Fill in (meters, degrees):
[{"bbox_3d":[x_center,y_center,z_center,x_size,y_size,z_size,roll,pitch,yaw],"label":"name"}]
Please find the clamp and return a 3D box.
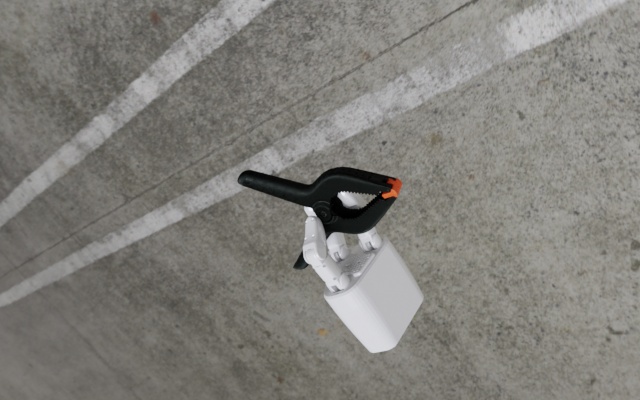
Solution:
[{"bbox_3d":[0.000,0.002,0.607,0.210,0.164,0.036,-24,22,35],"label":"clamp"}]
